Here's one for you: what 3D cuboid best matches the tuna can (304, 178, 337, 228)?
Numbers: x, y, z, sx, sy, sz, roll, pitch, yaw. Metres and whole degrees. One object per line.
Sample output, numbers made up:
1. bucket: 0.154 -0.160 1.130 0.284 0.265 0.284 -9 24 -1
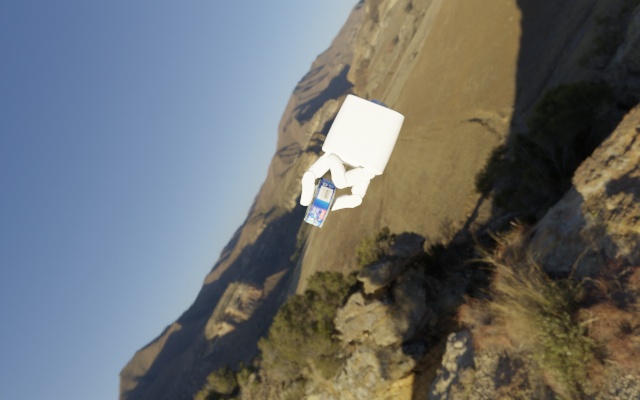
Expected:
1. tuna can: 0.000 0.003 0.860 0.034 0.086 0.086 21 -2 -4
